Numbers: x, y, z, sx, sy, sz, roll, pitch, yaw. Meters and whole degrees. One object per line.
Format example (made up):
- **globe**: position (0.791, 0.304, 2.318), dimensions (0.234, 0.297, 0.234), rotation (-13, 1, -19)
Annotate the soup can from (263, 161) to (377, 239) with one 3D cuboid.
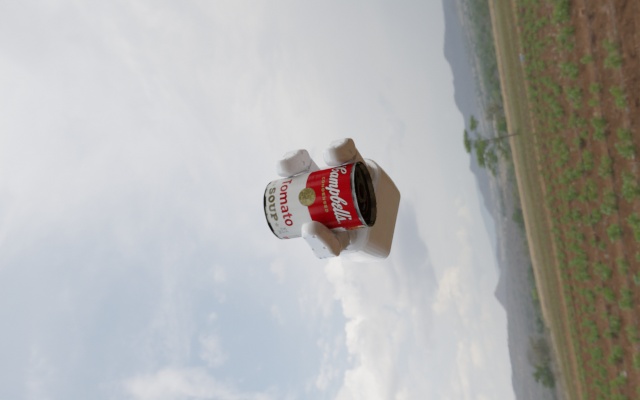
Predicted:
- **soup can**: position (0.000, 0.002, 0.501), dimensions (0.102, 0.068, 0.068), rotation (-10, -4, 23)
